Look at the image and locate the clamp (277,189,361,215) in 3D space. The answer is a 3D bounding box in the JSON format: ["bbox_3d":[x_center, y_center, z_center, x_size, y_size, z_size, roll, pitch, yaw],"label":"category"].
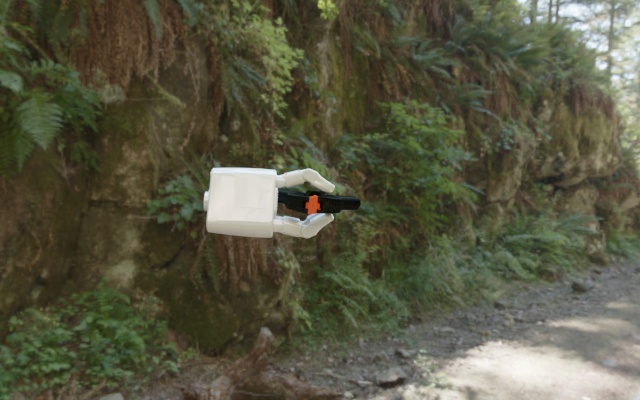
[{"bbox_3d":[0.000,0.002,0.803,0.164,0.036,0.210,4,3,-6],"label":"clamp"}]
